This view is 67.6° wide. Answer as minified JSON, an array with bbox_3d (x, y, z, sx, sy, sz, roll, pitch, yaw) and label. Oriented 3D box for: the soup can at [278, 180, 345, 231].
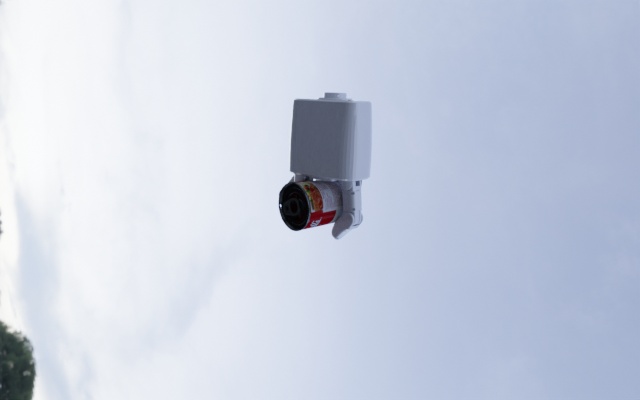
[{"bbox_3d":[0.000,0.003,0.683,0.102,0.068,0.068,-10,6,-41],"label":"soup can"}]
